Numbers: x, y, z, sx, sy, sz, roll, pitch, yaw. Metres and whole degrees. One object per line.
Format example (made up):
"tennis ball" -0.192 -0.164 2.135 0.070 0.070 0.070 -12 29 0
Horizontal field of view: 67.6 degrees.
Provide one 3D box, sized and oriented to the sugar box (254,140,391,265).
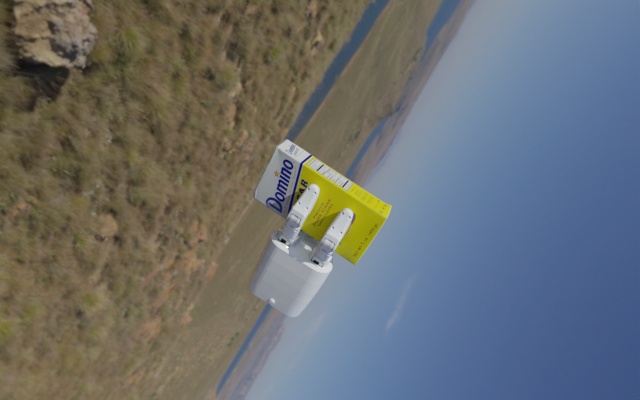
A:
"sugar box" 0.000 0.003 0.662 0.176 0.093 0.048 31 30 3
